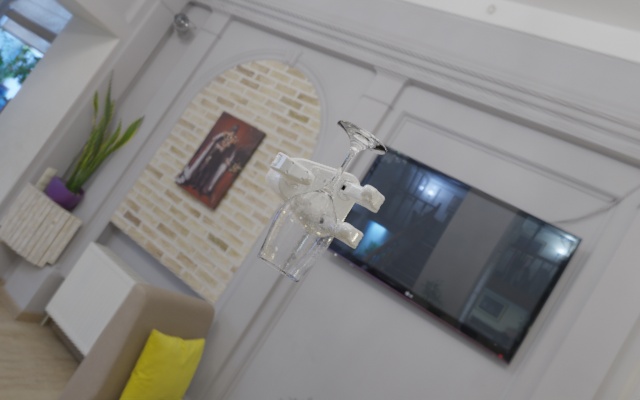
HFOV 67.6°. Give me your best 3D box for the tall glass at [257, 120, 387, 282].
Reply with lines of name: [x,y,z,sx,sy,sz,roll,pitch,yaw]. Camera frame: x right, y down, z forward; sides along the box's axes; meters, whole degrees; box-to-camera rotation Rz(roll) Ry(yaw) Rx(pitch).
tall glass: [0.000,0.001,0.605,0.079,0.201,0.079,32,-5,3]
